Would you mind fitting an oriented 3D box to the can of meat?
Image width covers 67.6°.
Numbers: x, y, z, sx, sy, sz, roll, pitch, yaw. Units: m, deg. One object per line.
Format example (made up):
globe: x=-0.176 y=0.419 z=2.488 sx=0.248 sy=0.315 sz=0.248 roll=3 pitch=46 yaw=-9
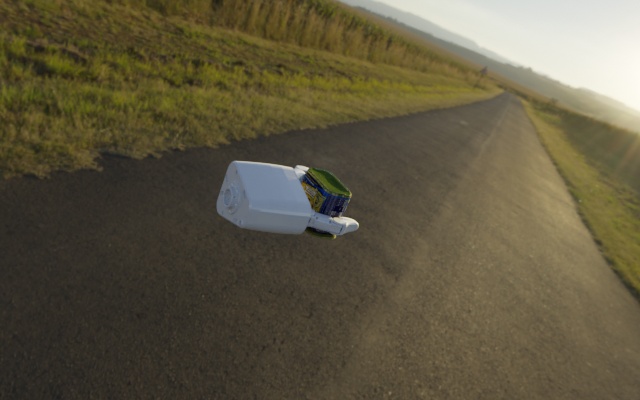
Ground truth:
can of meat: x=0.000 y=0.002 z=0.802 sx=0.057 sy=0.084 sz=0.102 roll=8 pitch=25 yaw=-34
